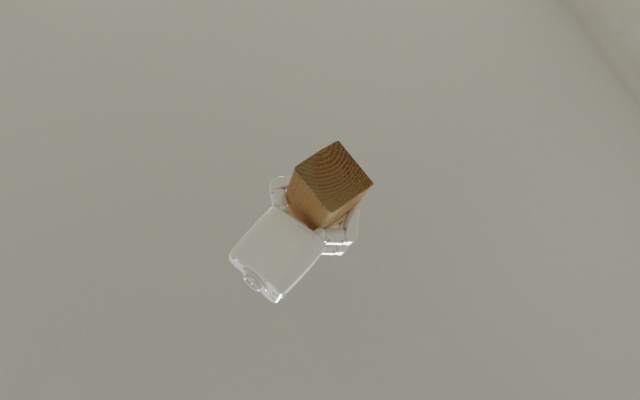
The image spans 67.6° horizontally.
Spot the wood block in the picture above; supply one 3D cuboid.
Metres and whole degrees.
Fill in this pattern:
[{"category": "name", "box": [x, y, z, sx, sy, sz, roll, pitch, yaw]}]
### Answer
[{"category": "wood block", "box": [0.000, 0.003, 0.795, 0.090, 0.091, 0.206, -34, -11, -23]}]
